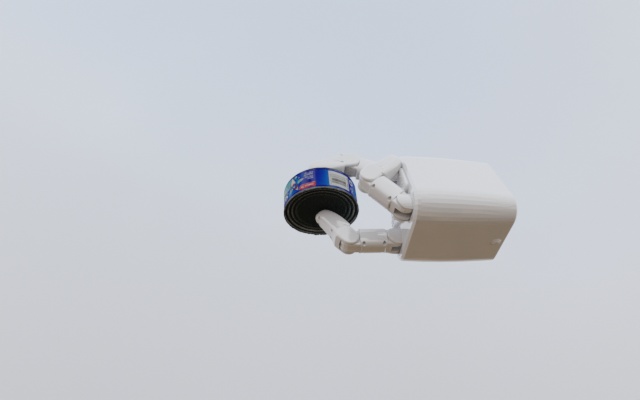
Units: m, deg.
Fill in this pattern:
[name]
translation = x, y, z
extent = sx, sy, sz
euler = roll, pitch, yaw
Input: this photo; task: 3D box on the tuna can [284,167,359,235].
[tuna can]
translation = 0.000, 0.001, 0.551
extent = 0.086, 0.033, 0.086
euler = -3, -40, -2
